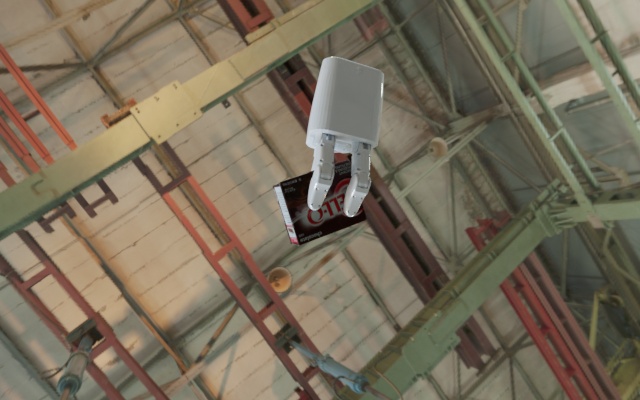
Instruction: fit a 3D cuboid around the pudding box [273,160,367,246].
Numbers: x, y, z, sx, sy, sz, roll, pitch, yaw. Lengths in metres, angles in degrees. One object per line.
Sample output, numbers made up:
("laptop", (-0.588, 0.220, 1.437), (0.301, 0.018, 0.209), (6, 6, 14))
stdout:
("pudding box", (0.000, 0.002, 0.664), (0.113, 0.090, 0.039), (-19, 5, -21))
